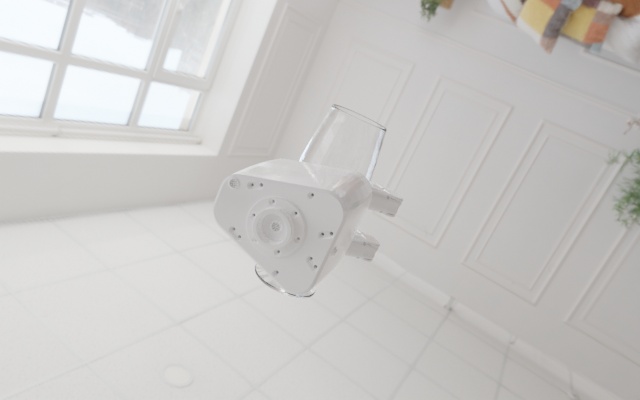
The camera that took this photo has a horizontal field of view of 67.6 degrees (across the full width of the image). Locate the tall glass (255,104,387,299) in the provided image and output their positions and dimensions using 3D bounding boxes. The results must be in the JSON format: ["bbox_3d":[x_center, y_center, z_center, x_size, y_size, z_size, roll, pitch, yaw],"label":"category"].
[{"bbox_3d":[0.000,0.002,0.514,0.079,0.201,0.079,23,15,-7],"label":"tall glass"}]
